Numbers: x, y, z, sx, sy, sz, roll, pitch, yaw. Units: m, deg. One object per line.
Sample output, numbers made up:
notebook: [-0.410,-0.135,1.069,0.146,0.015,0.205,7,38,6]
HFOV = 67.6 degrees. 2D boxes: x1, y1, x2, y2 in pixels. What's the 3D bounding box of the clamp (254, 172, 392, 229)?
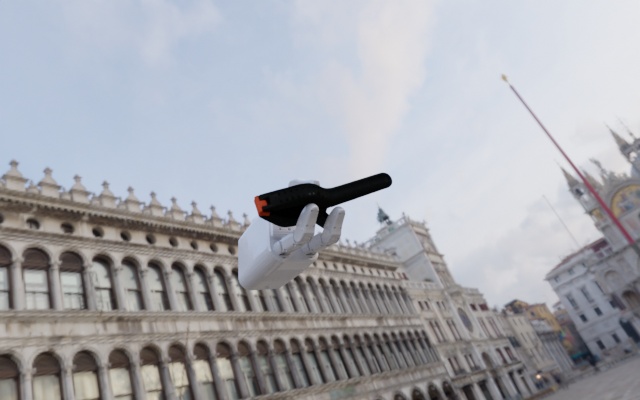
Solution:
clamp: [-0.001,0.002,0.728,0.210,0.036,0.165,5,-38,-42]
